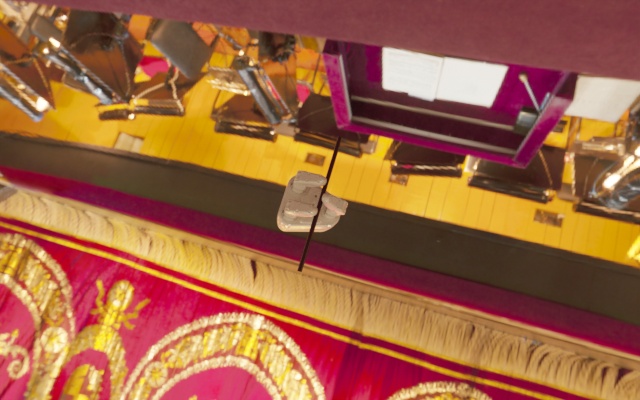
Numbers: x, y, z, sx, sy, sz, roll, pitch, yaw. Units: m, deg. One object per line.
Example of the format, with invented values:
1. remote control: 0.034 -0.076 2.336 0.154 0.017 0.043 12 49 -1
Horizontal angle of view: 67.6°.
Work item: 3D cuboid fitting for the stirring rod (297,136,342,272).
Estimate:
1. stirring rod: 0.000 0.003 0.799 0.011 0.239 0.011 16 -14 4
